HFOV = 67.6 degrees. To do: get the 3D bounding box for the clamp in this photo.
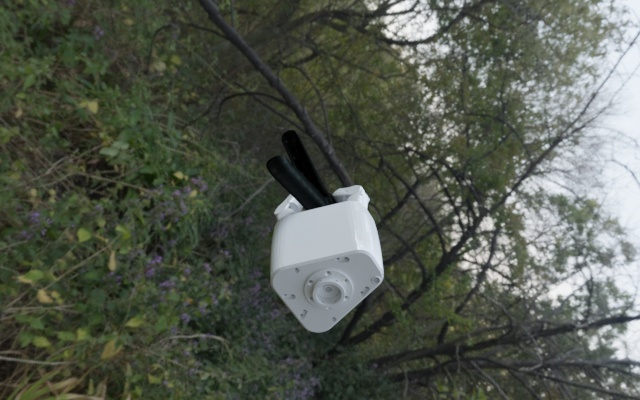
[{"bbox_3d":[0.001,0.002,0.631,0.036,0.210,0.164,-29,22,13],"label":"clamp"}]
